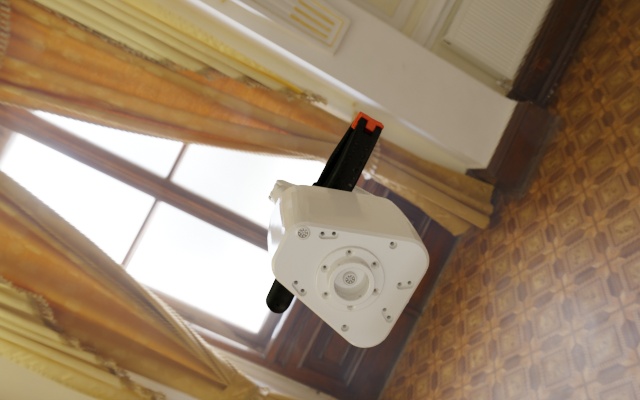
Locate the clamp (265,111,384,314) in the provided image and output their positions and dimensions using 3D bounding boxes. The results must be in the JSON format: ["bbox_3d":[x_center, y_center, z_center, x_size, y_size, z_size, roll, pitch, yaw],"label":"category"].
[{"bbox_3d":[0.000,0.001,0.519,0.036,0.210,0.164,27,11,-10],"label":"clamp"}]
